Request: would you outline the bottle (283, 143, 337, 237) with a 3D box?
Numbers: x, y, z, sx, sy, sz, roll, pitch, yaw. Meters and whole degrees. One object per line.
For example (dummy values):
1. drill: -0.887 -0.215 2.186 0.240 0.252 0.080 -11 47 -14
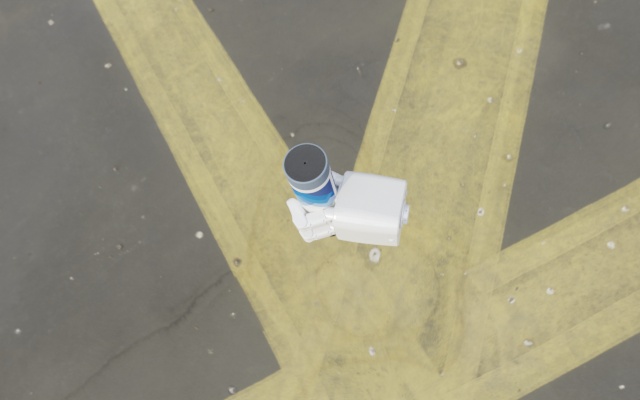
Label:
1. bottle: 0.000 0.003 0.824 0.069 0.069 0.296 0 -23 10
